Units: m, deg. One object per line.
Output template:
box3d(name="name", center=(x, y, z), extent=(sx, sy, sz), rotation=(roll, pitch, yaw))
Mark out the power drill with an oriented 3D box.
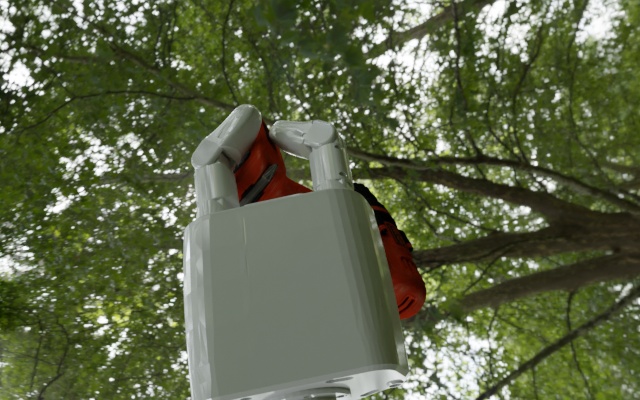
box3d(name="power drill", center=(0.000, 0.001, 0.414), extent=(0.188, 0.057, 0.184), rotation=(33, 17, -27))
